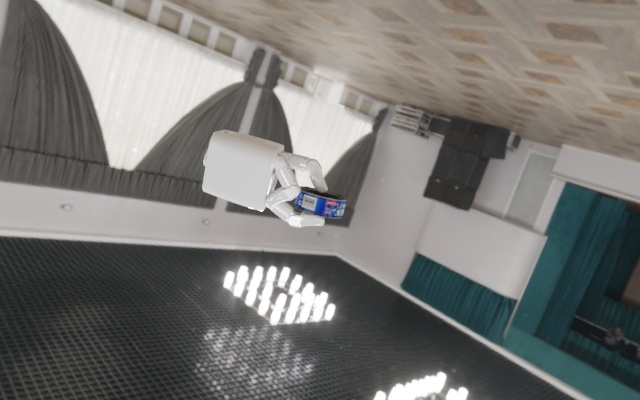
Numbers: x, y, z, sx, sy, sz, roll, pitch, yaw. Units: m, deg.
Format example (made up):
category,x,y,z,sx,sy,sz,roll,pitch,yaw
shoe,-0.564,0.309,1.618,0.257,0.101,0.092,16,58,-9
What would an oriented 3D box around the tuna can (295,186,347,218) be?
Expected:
category,x,y,z,sx,sy,sz,roll,pitch,yaw
tuna can,0.000,0.003,0.812,0.086,0.034,0.086,14,8,-2
